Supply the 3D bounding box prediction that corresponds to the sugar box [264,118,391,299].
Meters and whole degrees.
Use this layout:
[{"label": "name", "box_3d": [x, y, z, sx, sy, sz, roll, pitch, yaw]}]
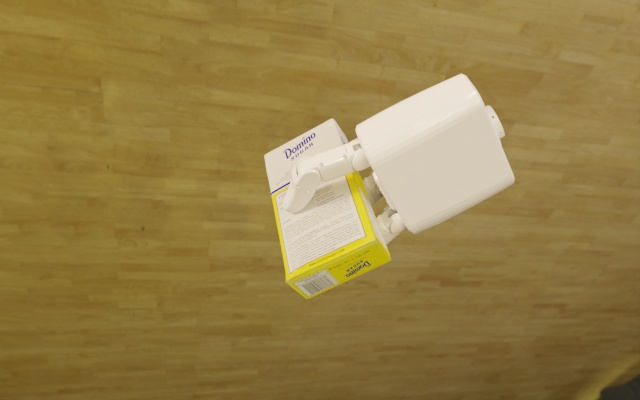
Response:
[{"label": "sugar box", "box_3d": [0.000, 0.002, 0.485, 0.093, 0.176, 0.048, -26, -46, 13]}]
